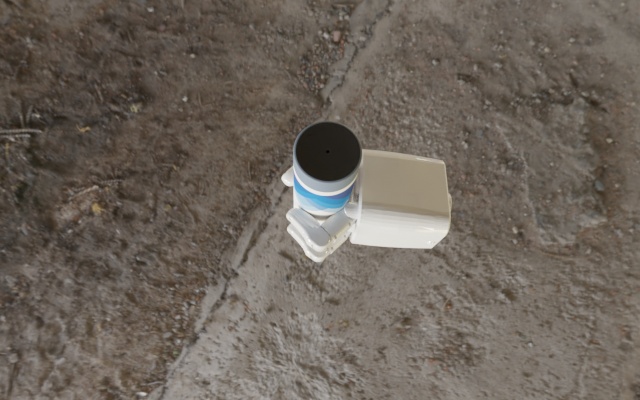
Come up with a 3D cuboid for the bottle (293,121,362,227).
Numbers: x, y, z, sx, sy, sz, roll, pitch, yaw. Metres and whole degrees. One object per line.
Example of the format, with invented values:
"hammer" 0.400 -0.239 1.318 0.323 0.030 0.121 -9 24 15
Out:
"bottle" 0.000 0.002 0.594 0.069 0.069 0.296 0 -19 -3
